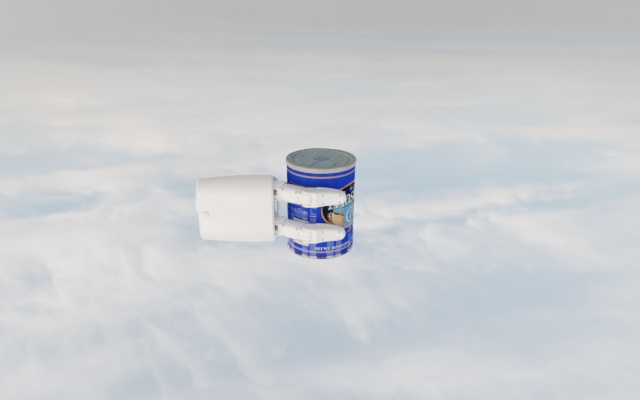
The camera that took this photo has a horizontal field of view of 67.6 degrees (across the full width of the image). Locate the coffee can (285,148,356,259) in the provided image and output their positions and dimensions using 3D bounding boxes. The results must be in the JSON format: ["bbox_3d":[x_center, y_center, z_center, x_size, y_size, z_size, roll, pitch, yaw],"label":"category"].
[{"bbox_3d":[0.000,0.002,0.716,0.103,0.140,0.102,0,22,0],"label":"coffee can"}]
